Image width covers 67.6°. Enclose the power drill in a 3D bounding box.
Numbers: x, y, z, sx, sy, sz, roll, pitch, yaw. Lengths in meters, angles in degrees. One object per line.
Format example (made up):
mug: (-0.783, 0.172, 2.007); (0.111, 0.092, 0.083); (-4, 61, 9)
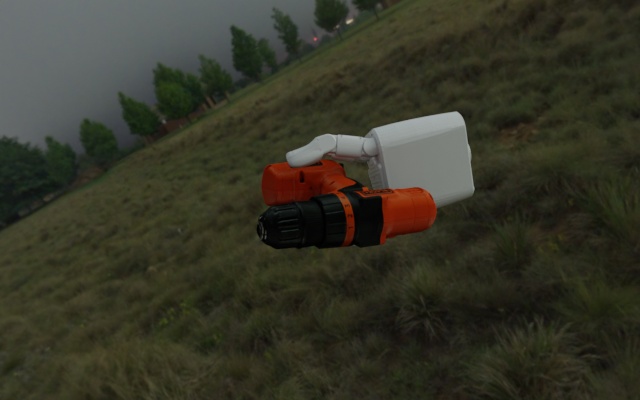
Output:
power drill: (0.000, 0.001, 0.514); (0.184, 0.057, 0.187); (-4, 17, -25)
